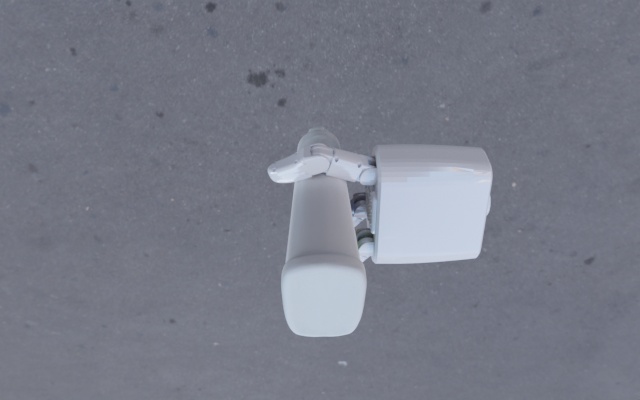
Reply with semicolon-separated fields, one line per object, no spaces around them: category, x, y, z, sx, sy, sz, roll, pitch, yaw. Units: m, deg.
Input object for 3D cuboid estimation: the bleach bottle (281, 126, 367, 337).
bleach bottle;0.000;0.002;0.477;0.068;0.103;0.250;0;43;-1
